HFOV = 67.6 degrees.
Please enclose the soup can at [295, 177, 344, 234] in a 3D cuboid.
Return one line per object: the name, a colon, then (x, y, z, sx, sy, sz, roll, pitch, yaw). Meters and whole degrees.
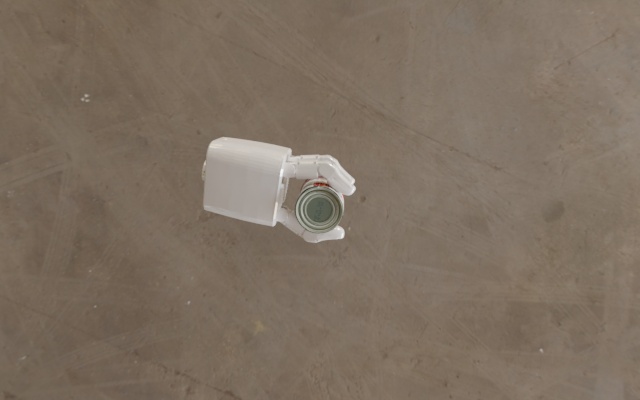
soup can: (0.001, 0.003, 0.689, 0.068, 0.068, 0.102, 0, 13, 3)
